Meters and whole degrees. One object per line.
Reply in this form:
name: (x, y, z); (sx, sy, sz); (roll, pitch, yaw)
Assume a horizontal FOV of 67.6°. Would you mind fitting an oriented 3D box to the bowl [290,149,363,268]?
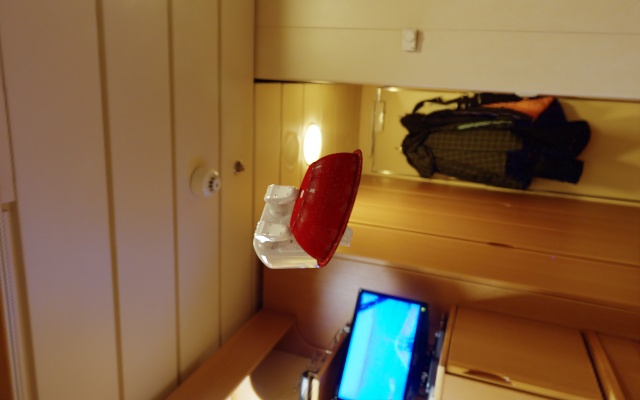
bowl: (0.000, 0.001, 0.616); (0.055, 0.162, 0.162); (19, -3, -8)
